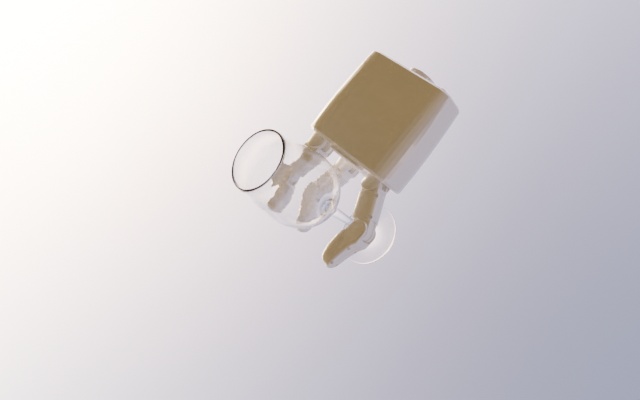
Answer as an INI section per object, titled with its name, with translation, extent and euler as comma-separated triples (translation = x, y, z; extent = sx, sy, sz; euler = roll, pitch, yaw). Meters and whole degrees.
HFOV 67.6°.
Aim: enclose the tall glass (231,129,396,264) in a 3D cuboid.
[tall glass]
translation = 0.000, 0.002, 0.492
extent = 0.079, 0.079, 0.201
euler = 0, -22, 38
